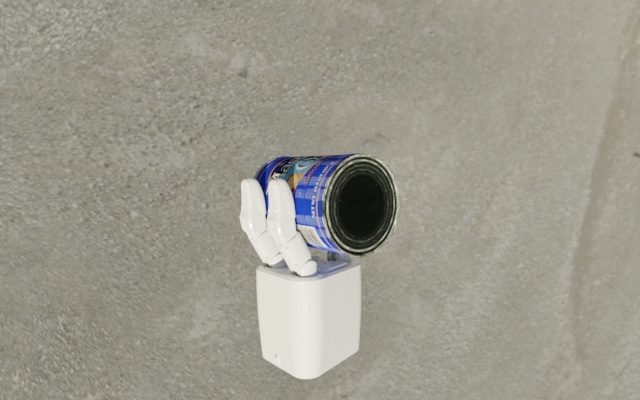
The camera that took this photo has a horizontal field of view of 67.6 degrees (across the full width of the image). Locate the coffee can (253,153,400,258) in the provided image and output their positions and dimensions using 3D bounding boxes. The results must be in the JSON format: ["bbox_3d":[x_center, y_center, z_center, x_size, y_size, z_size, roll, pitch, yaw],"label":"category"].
[{"bbox_3d":[0.000,0.002,0.520,0.103,0.103,0.140,0,3,-38],"label":"coffee can"}]
